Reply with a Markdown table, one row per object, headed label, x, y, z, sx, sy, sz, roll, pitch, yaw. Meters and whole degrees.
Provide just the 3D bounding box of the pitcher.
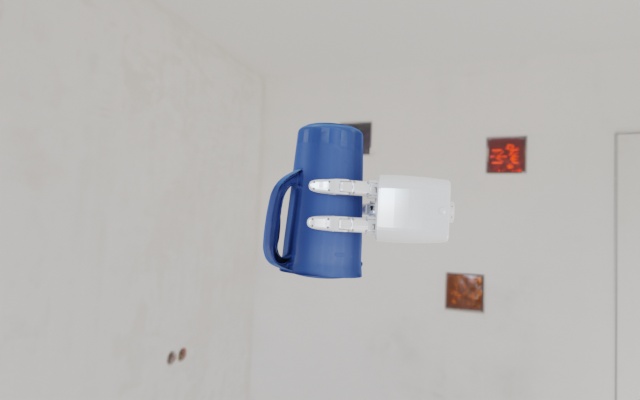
| label | x | y | z | sx | sy | sz | roll | pitch | yaw |
| --- | --- | --- | --- | --- | --- | --- | --- | --- | --- |
| pitcher | 0.000 | 0.003 | 0.766 | 0.145 | 0.243 | 0.149 | 3 | -4 | 10 |
